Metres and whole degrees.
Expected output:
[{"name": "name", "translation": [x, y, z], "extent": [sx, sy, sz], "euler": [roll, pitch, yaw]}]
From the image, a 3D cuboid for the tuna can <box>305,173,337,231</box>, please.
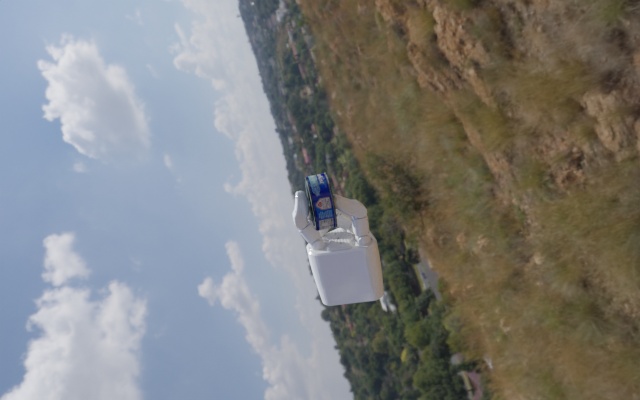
[{"name": "tuna can", "translation": [0.000, 0.002, 0.728], "extent": [0.034, 0.086, 0.086], "euler": [-11, 1, -4]}]
